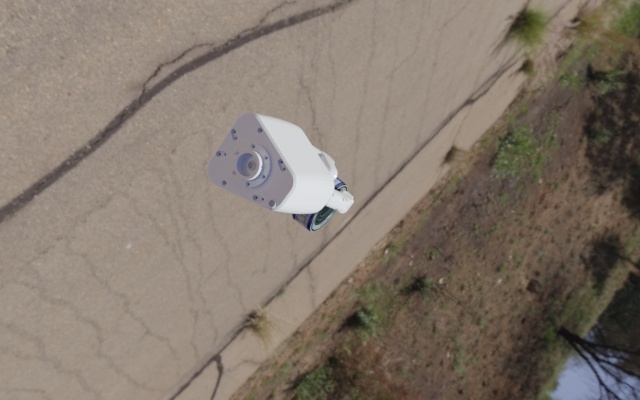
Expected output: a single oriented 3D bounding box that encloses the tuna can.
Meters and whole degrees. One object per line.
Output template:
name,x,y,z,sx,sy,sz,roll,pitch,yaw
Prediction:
tuna can,0.001,0.003,0.679,0.033,0.086,0.086,37,12,16
